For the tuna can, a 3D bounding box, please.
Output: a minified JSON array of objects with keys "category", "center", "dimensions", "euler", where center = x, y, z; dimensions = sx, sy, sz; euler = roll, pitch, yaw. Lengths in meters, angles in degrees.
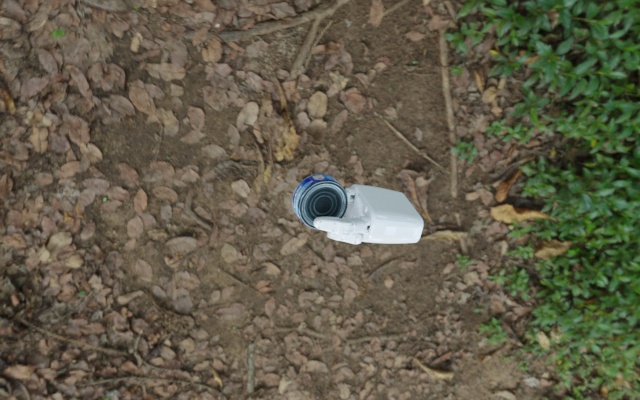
[{"category":"tuna can","center":[0.000,0.003,0.761],"dimensions":[0.086,0.086,0.033],"euler":[0,21,-21]}]
